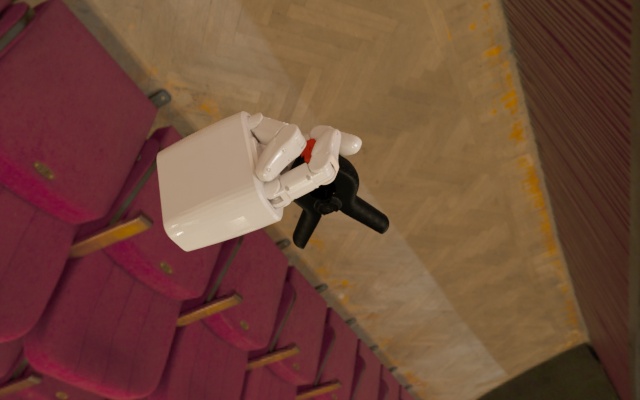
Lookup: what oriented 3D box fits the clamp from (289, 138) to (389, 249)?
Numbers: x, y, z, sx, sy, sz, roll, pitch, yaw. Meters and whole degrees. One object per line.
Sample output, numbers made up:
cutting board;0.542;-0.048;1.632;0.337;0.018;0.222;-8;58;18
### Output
clamp;0.000;0.002;0.542;0.120;0.039;0.172;-22;-43;11
